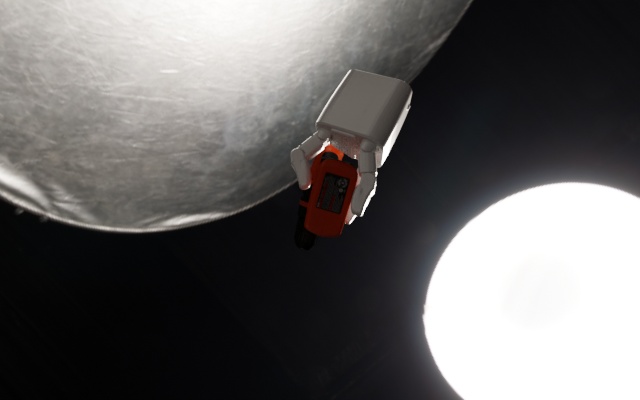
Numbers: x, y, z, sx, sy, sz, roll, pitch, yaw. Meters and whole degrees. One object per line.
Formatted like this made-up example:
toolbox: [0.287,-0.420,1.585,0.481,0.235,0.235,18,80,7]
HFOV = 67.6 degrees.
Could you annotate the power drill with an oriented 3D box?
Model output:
power drill: [0.000,0.002,0.731,0.057,0.184,0.187,13,5,-9]
